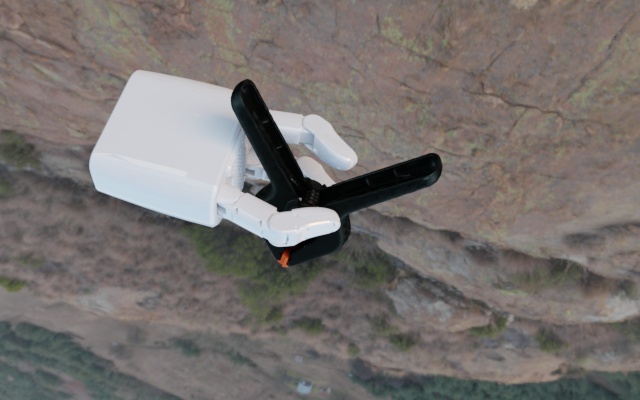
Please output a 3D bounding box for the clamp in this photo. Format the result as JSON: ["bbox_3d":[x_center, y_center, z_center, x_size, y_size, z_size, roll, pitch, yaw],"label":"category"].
[{"bbox_3d":[0.000,0.002,0.419,0.164,0.036,0.210,18,-38,3],"label":"clamp"}]
